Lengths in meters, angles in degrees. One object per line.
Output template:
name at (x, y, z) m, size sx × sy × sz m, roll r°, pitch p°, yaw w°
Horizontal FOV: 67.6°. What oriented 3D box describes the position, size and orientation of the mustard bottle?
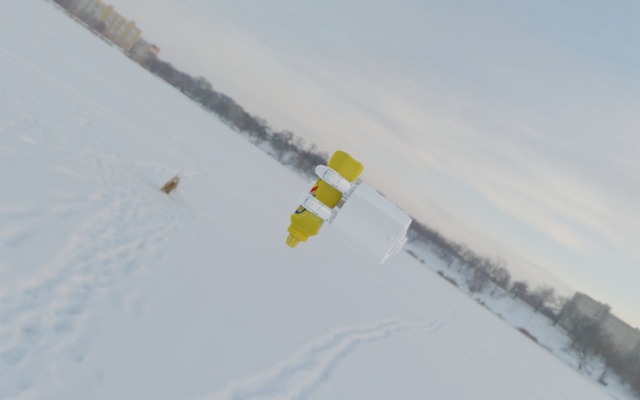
mustard bottle at (0.000, 0.002, 0.851) m, size 0.058 × 0.191 × 0.096 m, roll 35°, pitch 1°, yaw -11°
